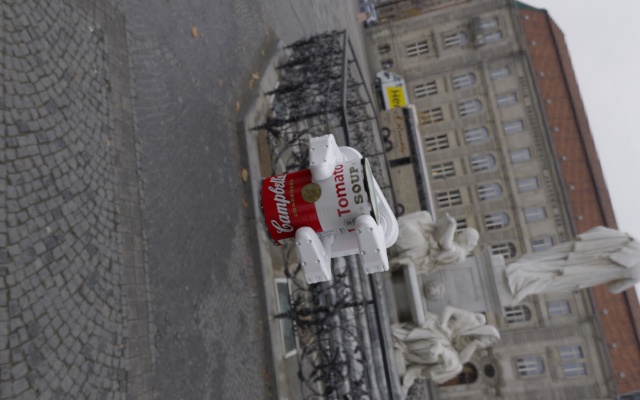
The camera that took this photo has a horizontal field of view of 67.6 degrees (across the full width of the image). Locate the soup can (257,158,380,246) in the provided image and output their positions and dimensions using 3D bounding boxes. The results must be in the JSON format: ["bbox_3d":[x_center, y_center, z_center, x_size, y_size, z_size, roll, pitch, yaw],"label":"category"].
[{"bbox_3d":[0.000,0.001,0.453,0.102,0.068,0.068,-11,-2,11],"label":"soup can"}]
